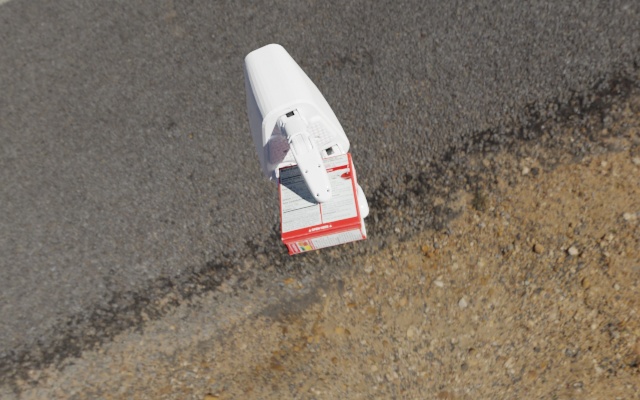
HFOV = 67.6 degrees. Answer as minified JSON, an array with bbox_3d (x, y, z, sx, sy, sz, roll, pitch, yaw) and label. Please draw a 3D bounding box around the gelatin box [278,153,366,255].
[{"bbox_3d":[0.000,0.001,0.450,0.073,0.089,0.030,-13,-39,8],"label":"gelatin box"}]
